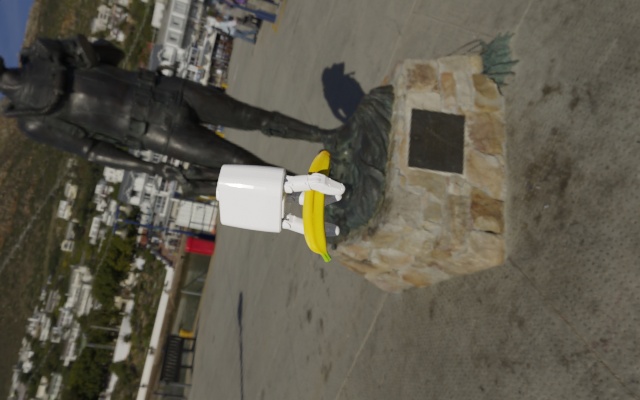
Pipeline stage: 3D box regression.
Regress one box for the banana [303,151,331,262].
[{"bbox_3d":[-0.005,0.002,0.810,0.037,0.197,0.070,-2,-12,17],"label":"banana"}]
